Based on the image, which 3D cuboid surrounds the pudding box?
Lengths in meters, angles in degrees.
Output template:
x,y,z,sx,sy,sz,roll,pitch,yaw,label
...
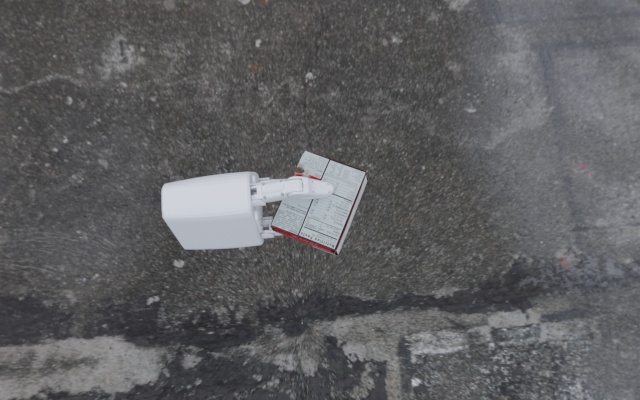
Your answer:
x,y,z,sx,sy,sz,roll,pitch,yaw,label
0.000,0.002,0.603,0.090,0.113,0.039,21,-11,9,pudding box
